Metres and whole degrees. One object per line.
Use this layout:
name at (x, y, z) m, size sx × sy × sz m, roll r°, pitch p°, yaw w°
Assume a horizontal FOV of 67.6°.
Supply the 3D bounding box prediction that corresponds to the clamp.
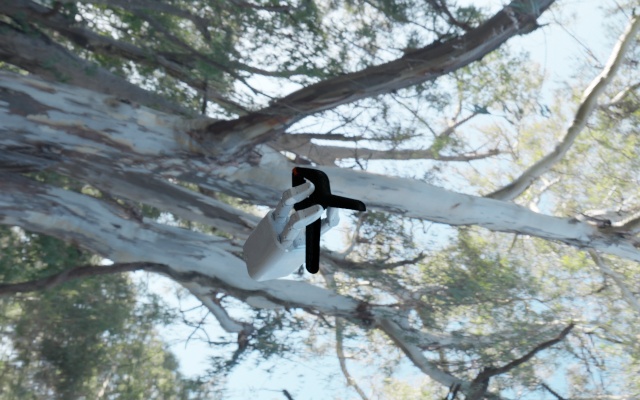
clamp at (0.000, 0.003, 0.855) m, size 0.036 × 0.209 × 0.165 m, roll 16°, pitch -51°, yaw -37°
